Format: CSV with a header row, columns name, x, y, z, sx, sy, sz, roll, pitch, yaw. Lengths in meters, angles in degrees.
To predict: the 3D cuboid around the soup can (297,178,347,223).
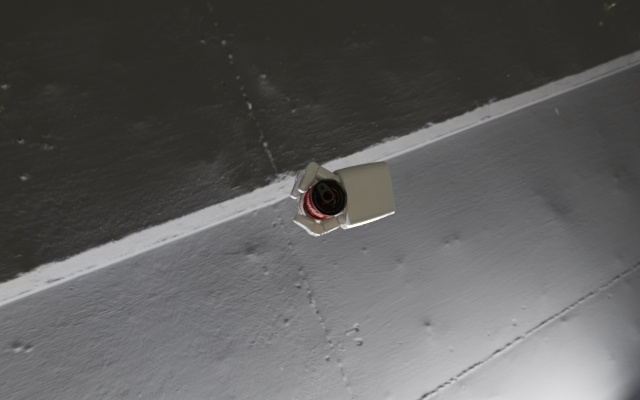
name,x,y,z,sx,sy,sz,roll,pitch,yaw
soup can,0.000,0.003,0.888,0.068,0.068,0.102,0,-10,-19
